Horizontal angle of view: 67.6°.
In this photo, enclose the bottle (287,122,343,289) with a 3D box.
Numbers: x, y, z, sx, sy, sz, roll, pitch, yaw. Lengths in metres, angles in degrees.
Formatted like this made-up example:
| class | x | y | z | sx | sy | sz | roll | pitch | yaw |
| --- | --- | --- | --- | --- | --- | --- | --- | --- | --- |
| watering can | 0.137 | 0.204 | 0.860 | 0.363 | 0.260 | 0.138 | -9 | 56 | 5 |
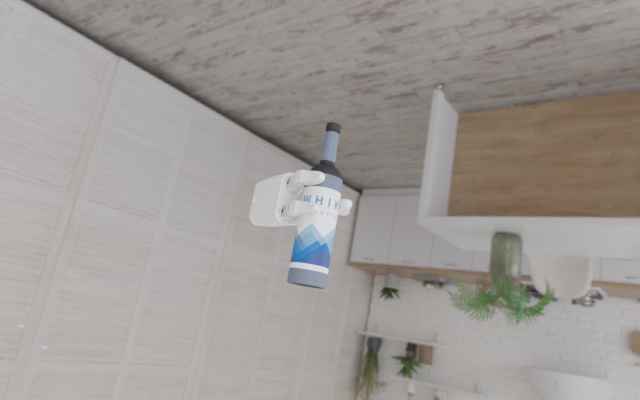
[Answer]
| class | x | y | z | sx | sy | sz | roll | pitch | yaw |
| --- | --- | --- | --- | --- | --- | --- | --- | --- | --- |
| bottle | 0.000 | 0.003 | 0.840 | 0.069 | 0.295 | 0.069 | 9 | -13 | 2 |
